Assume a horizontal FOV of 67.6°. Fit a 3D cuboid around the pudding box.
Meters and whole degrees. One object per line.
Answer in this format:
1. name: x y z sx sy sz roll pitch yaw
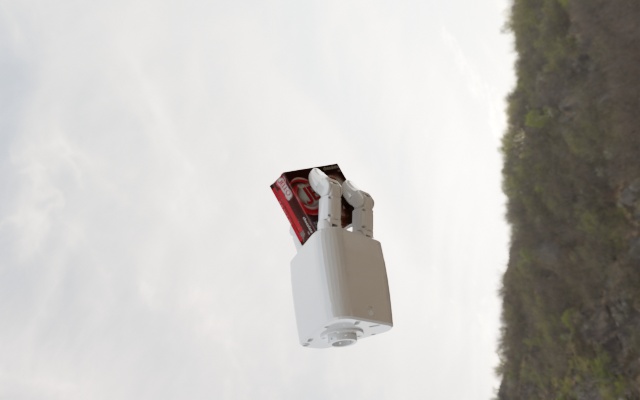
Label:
1. pudding box: 0.000 0.002 0.621 0.039 0.090 0.113 -38 -15 36
